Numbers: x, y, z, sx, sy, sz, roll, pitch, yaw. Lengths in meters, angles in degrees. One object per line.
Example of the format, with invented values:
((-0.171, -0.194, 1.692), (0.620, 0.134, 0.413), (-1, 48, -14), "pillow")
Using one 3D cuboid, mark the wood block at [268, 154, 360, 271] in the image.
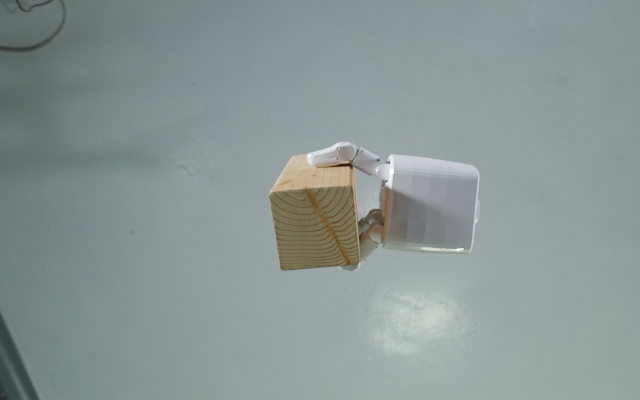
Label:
((0.000, 0.002, 0.599), (0.090, 0.091, 0.206), (-5, 15, 5), "wood block")
